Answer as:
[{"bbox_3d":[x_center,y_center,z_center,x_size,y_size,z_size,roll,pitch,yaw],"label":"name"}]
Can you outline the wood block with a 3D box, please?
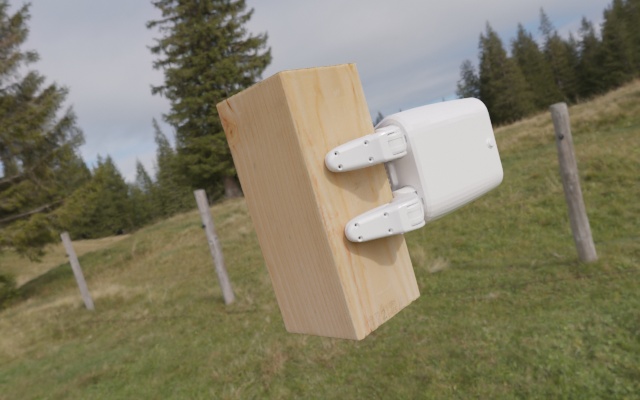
[{"bbox_3d":[0.000,0.001,0.407,0.090,0.206,0.091,-22,8,-43],"label":"wood block"}]
